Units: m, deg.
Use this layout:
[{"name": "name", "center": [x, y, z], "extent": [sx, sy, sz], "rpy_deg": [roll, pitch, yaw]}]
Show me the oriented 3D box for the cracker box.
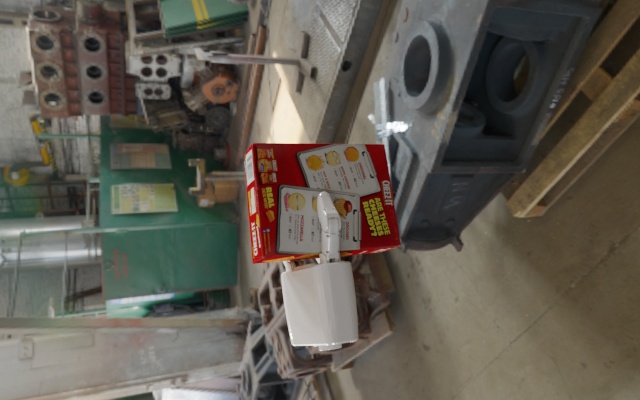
[{"name": "cracker box", "center": [0.000, 0.002, 0.711], "extent": [0.214, 0.164, 0.072], "rpy_deg": [-2, -12, -23]}]
